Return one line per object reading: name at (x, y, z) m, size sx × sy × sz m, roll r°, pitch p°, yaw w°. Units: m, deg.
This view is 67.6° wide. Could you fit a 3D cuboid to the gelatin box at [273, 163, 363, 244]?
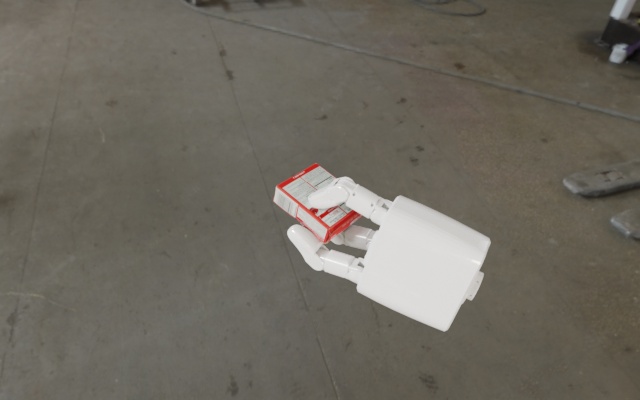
gelatin box at (0.000, 0.001, 0.574) m, size 0.089 × 0.030 × 0.073 m, roll 38°, pitch 48°, yaw 21°
